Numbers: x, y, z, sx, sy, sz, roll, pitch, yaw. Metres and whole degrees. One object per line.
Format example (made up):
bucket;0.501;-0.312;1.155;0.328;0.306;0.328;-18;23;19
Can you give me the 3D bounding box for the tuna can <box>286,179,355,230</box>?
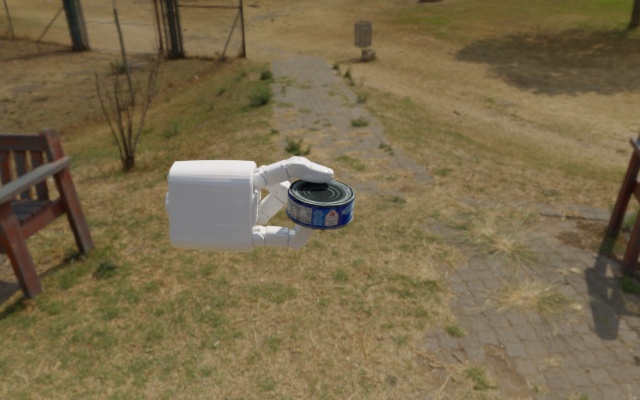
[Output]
tuna can;0.000;0.001;0.602;0.086;0.034;0.086;5;26;-2
